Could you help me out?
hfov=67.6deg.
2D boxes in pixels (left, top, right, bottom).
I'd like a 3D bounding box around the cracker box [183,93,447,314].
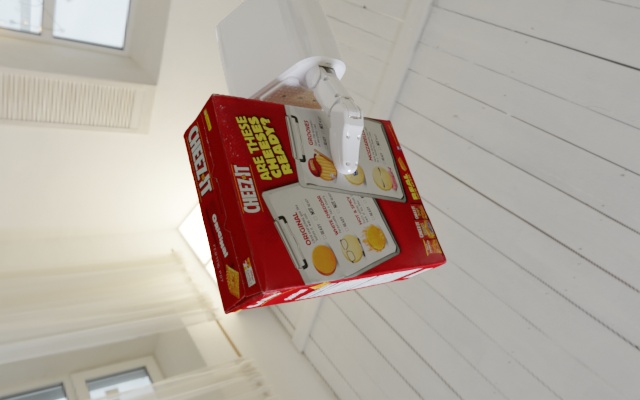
[{"bbox_3d":[0.000,0.001,0.435,0.214,0.164,0.072,-2,-24,-40],"label":"cracker box"}]
